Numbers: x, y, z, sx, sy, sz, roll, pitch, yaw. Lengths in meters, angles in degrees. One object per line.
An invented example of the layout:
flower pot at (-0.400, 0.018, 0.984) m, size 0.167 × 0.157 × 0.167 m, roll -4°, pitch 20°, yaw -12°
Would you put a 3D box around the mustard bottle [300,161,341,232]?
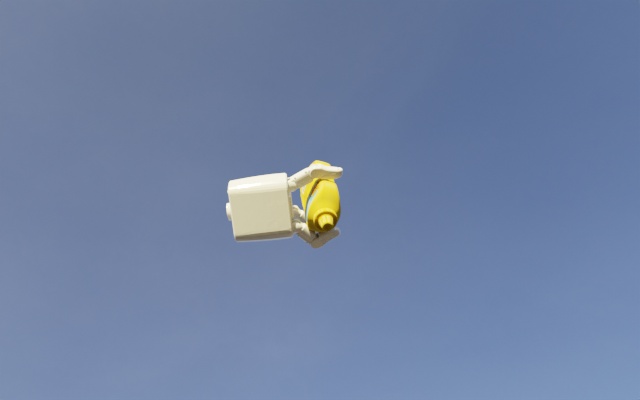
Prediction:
mustard bottle at (0.000, 0.003, 0.880) m, size 0.058 × 0.096 × 0.191 m, roll 15°, pitch 23°, yaw -14°
